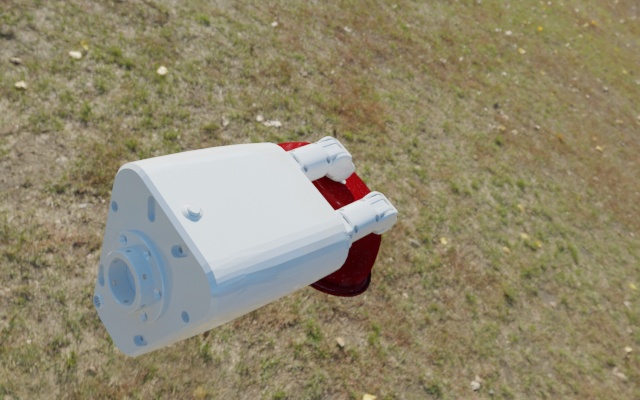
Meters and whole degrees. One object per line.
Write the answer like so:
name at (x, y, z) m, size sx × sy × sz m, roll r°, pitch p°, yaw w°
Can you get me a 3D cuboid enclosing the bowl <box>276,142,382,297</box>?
bowl at (0.001, 0.001, 0.409) m, size 0.055 × 0.162 × 0.162 m, roll -47°, pitch -21°, yaw 21°
